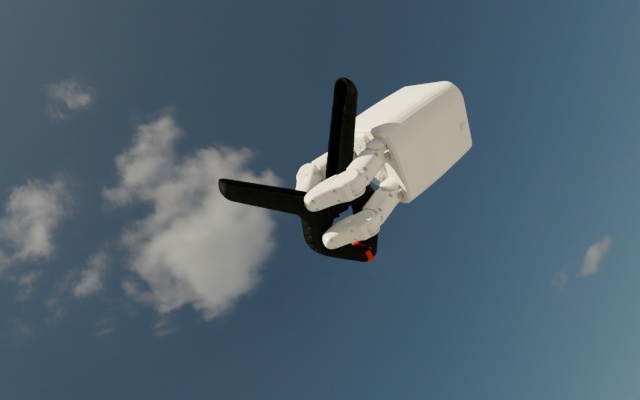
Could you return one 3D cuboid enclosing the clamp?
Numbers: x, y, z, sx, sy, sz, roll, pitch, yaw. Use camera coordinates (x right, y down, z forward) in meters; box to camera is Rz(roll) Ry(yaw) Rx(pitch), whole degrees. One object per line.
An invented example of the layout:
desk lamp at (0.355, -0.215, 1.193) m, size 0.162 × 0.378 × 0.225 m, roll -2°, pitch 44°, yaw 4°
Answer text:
clamp at (0.000, 0.002, 0.501) m, size 0.164 × 0.210 × 0.036 m, roll -36°, pitch 37°, yaw -14°
